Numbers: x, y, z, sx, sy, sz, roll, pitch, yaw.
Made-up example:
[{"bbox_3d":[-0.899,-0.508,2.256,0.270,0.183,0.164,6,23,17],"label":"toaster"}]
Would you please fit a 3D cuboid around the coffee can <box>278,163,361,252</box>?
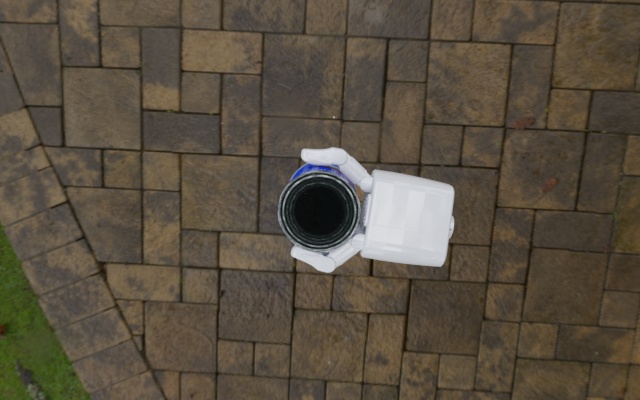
[{"bbox_3d":[0.000,0.002,0.651,0.103,0.103,0.140,0,10,2],"label":"coffee can"}]
